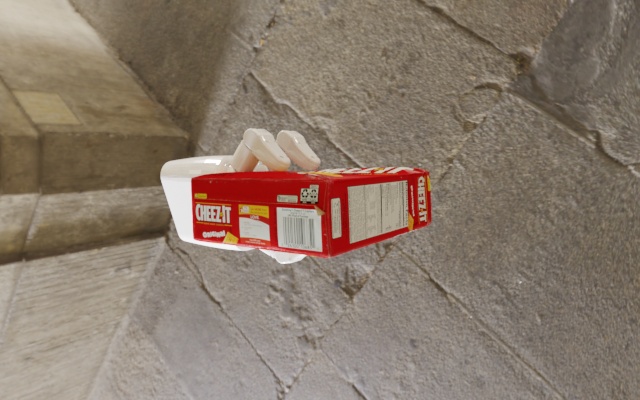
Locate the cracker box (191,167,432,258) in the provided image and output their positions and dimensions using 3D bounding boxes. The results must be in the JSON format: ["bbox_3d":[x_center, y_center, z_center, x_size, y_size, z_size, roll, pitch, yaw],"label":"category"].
[{"bbox_3d":[0.000,0.002,0.504,0.164,0.072,0.213,2,7,35],"label":"cracker box"}]
